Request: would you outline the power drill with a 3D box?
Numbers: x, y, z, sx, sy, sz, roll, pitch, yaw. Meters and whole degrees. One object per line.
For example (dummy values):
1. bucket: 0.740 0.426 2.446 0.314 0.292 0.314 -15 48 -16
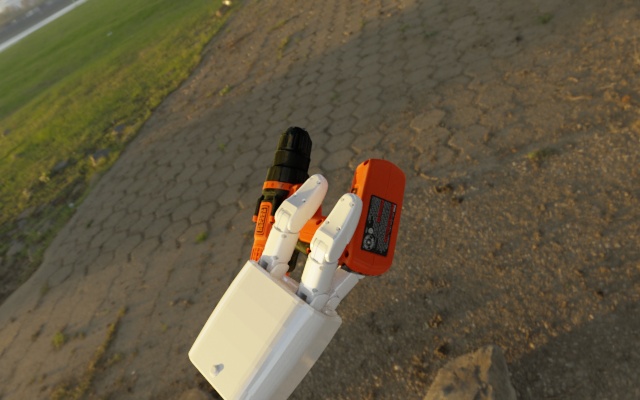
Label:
1. power drill: 0.000 0.002 0.500 0.057 0.184 0.187 16 -11 -36
